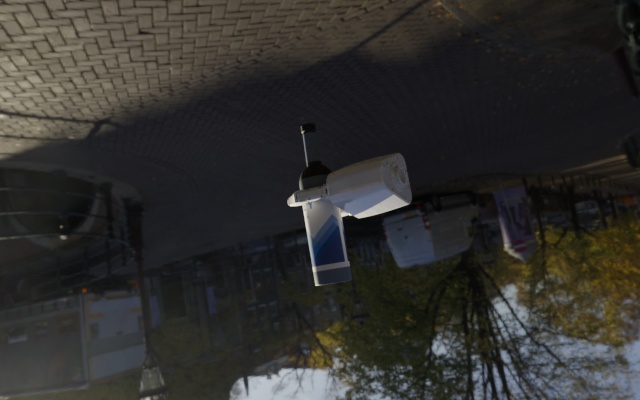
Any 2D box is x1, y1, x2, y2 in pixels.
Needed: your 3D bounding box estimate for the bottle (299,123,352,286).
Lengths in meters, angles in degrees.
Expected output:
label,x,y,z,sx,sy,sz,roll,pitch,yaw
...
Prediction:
label,x,y,z,sx,sy,sz,roll,pitch,yaw
bottle,0.000,0.003,0.871,0.069,0.295,0.069,-9,-9,-1
